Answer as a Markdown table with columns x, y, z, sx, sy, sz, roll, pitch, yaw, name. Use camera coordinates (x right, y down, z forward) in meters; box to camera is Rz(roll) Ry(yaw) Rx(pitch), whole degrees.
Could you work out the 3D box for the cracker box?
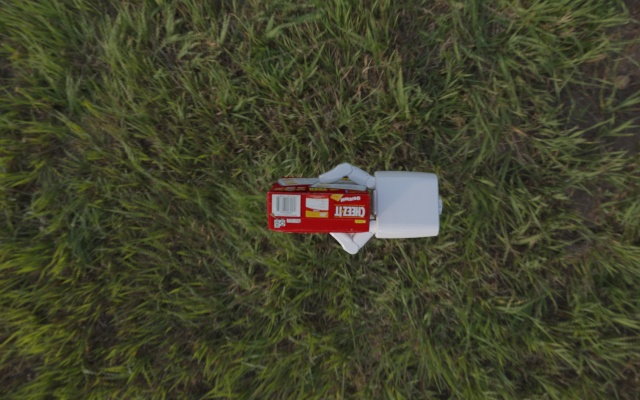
| x | y | z | sx | sy | sz | roll | pitch | yaw | name |
| --- | --- | --- | --- | --- | --- | --- | --- | --- | --- |
| 0.000 | 0.003 | 0.851 | 0.164 | 0.072 | 0.213 | 1 | 9 | 1 | cracker box |
